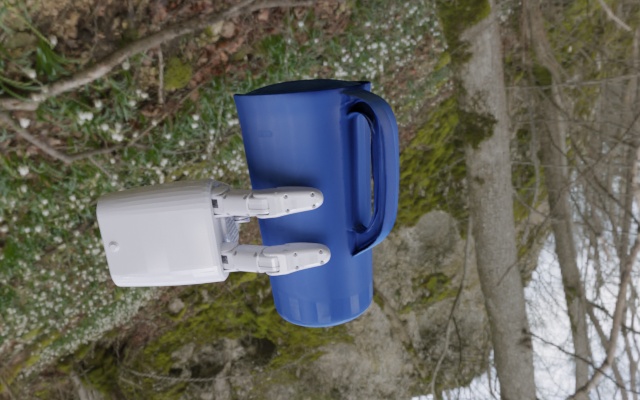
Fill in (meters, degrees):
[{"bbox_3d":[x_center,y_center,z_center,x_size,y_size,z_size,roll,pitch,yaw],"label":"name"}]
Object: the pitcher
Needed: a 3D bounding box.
[{"bbox_3d":[0.000,0.002,0.485,0.145,0.243,0.149,-6,16,1],"label":"pitcher"}]
